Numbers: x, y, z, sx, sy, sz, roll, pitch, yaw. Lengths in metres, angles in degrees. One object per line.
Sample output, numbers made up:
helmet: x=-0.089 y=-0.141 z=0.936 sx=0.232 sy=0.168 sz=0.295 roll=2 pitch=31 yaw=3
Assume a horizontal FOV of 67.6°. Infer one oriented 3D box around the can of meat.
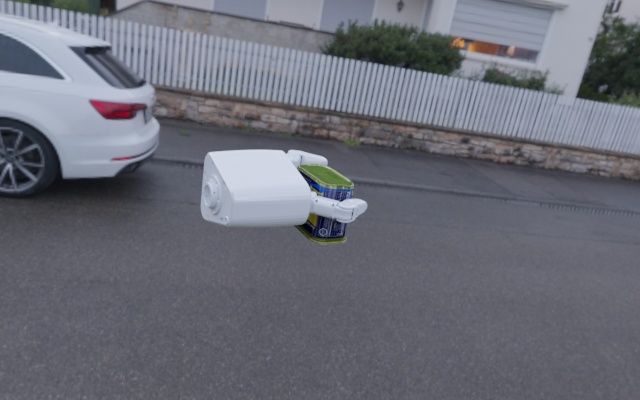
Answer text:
can of meat: x=0.000 y=0.002 z=0.668 sx=0.057 sy=0.084 sz=0.102 roll=-1 pitch=21 yaw=-30
